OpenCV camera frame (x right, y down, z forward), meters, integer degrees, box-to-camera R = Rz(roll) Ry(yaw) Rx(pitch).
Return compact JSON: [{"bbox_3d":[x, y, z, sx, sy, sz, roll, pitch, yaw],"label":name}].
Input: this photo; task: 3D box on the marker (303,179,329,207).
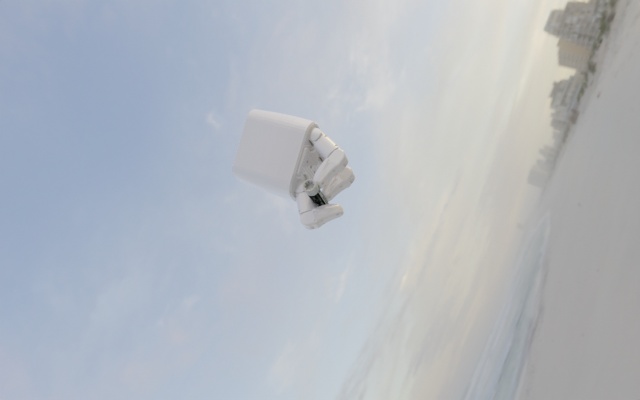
[{"bbox_3d":[0.000,0.002,0.679,0.020,0.020,0.121,0,-21,16],"label":"marker"}]
